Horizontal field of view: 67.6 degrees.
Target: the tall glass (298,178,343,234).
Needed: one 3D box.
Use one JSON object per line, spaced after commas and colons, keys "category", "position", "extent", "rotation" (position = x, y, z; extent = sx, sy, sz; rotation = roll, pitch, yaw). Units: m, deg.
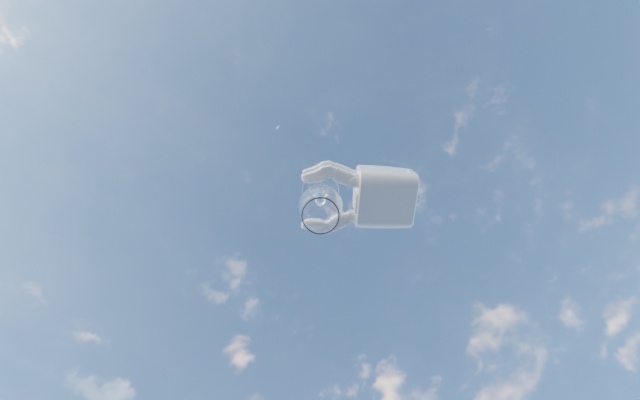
{"category": "tall glass", "position": [0.000, 0.003, 0.860], "extent": [0.079, 0.079, 0.201], "rotation": [0, 13, 0]}
